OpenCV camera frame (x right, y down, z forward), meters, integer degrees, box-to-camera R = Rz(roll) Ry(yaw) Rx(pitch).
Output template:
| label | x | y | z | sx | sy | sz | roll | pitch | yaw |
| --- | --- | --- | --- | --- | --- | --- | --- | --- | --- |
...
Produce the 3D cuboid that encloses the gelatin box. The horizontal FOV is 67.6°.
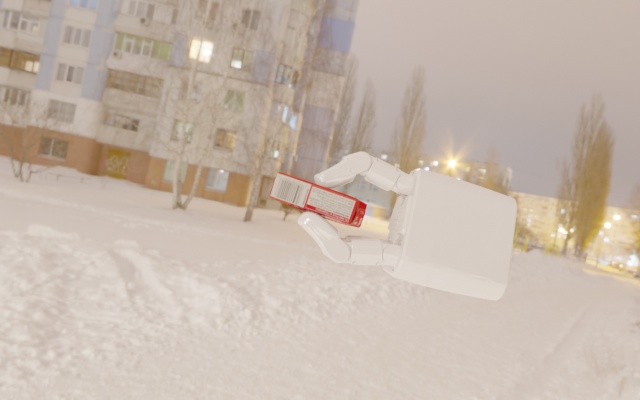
| label | x | y | z | sx | sy | sz | roll | pitch | yaw |
| --- | --- | --- | --- | --- | --- | --- | --- | --- | --- |
| gelatin box | 0.000 | 0.001 | 0.493 | 0.089 | 0.030 | 0.073 | 19 | -1 | 11 |
